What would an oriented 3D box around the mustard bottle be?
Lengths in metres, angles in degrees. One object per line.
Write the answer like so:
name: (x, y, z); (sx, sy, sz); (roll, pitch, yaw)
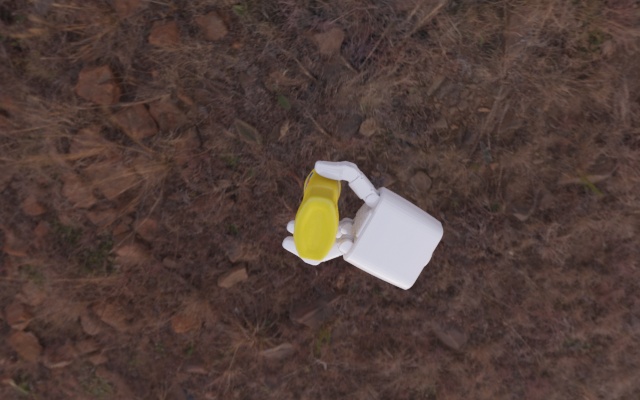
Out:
mustard bottle: (0.000, 0.002, 0.704); (0.058, 0.096, 0.191); (8, 24, 1)
